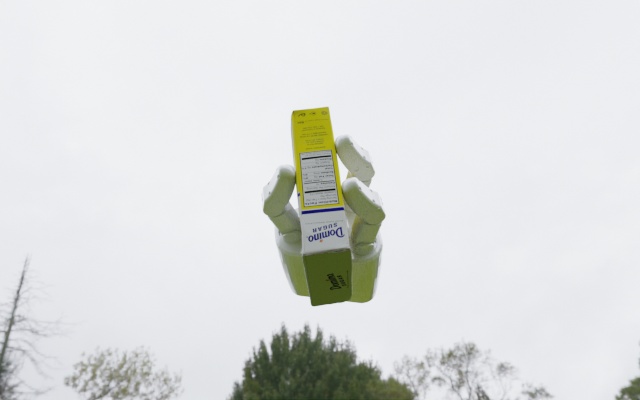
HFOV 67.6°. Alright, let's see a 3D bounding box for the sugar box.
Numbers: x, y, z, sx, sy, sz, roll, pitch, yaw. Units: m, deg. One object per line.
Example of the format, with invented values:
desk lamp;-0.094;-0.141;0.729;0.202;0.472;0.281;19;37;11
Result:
sugar box;0.001;0.001;0.462;0.048;0.176;0.093;-8;-38;-2
